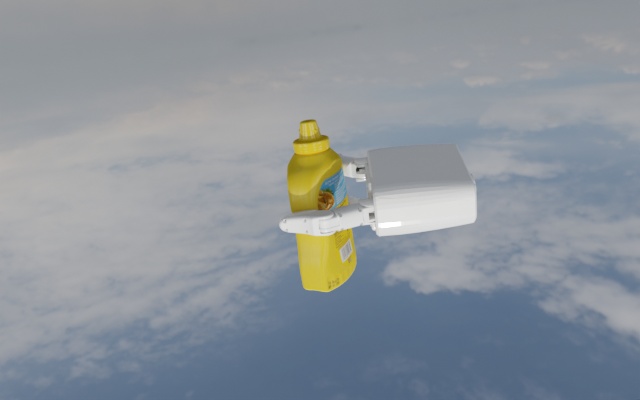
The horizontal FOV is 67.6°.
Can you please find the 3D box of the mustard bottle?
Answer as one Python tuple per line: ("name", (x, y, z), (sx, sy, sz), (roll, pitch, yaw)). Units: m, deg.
("mustard bottle", (0.000, 0.002, 0.556), (0.058, 0.192, 0.096), (2, 22, 27))
